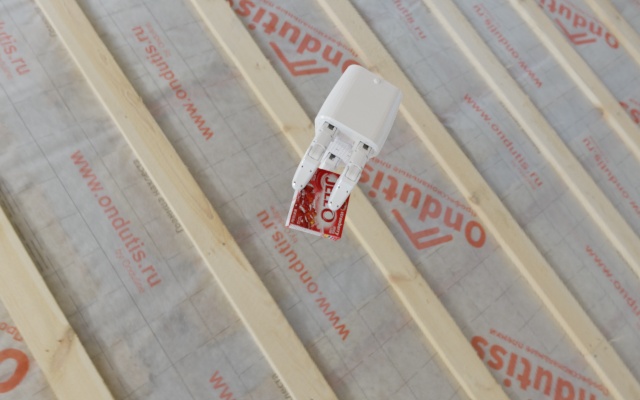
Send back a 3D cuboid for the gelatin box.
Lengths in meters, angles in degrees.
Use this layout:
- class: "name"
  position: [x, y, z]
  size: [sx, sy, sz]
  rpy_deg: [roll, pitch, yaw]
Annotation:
- class: "gelatin box"
  position: [0.000, 0.003, 0.647]
  size: [0.073, 0.089, 0.030]
  rpy_deg: [17, -17, -10]
